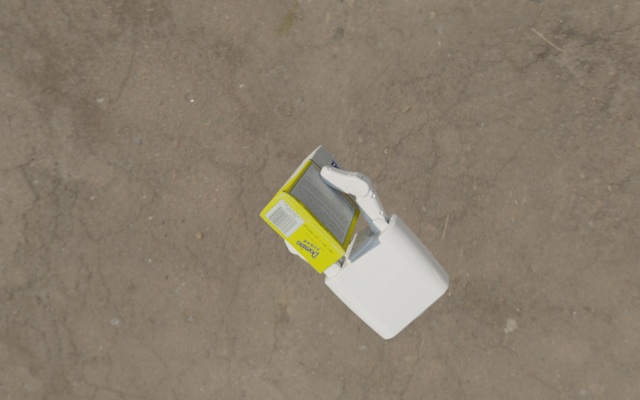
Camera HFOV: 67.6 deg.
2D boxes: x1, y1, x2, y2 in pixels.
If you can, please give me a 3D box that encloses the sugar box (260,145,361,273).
[{"bbox_3d":[0.000,0.002,0.566,0.048,0.093,0.176,-42,7,22],"label":"sugar box"}]
